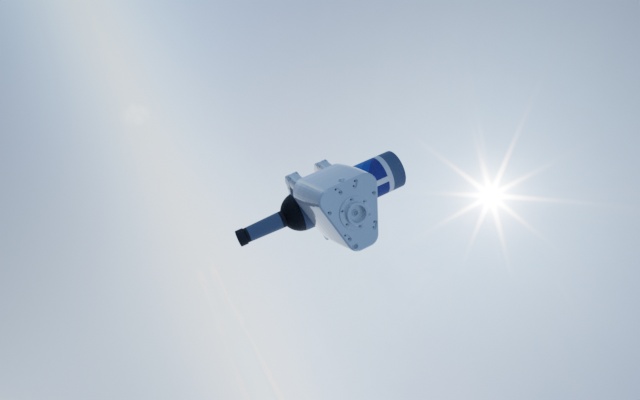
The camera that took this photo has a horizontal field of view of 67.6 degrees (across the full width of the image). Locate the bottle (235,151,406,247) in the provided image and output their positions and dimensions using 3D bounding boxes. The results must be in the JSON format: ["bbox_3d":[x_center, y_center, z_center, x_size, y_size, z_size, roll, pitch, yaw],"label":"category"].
[{"bbox_3d":[0.000,0.002,0.787,0.295,0.069,0.069,-24,7,-15],"label":"bottle"}]
